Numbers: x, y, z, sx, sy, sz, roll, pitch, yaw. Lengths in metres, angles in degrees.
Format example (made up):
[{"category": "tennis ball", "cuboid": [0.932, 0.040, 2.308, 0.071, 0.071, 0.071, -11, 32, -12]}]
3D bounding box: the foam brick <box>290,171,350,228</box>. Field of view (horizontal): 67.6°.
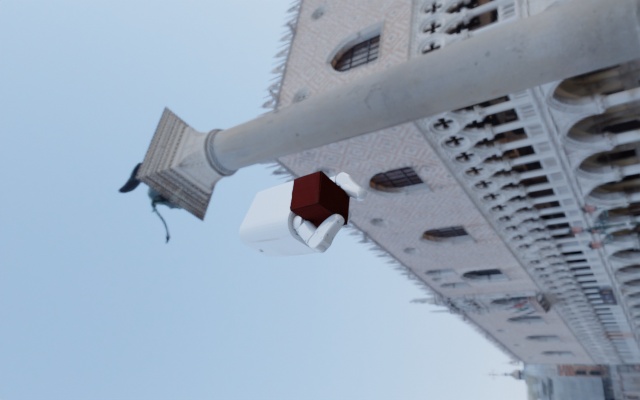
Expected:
[{"category": "foam brick", "cuboid": [0.000, 0.002, 0.688, 0.051, 0.053, 0.078, -12, -33, 33]}]
